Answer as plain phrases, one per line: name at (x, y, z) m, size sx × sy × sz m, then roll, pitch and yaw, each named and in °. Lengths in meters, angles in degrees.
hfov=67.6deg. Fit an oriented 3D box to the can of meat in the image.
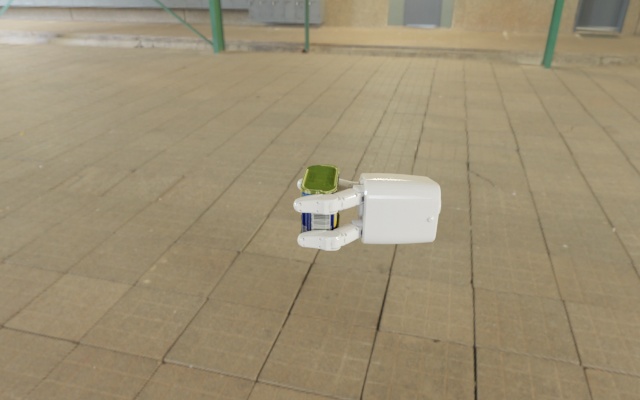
can of meat at (0.000, 0.002, 0.711) m, size 0.057 × 0.084 × 0.102 m, roll 3°, pitch 27°, yaw 4°
